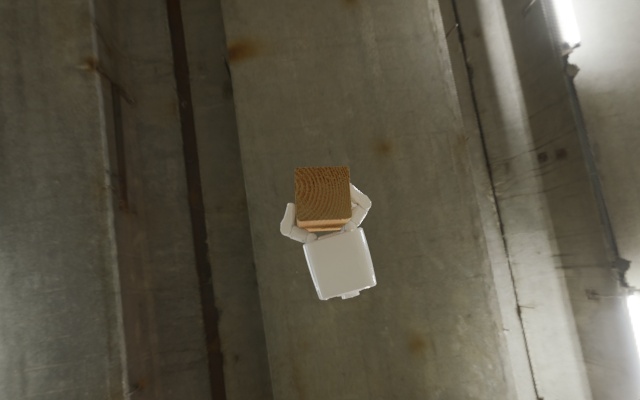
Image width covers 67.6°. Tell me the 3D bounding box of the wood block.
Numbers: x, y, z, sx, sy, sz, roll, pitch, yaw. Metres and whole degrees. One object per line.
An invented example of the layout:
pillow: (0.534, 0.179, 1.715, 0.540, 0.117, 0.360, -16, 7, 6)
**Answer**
wood block: (0.000, 0.003, 0.868, 0.091, 0.090, 0.206, -3, -8, -3)
